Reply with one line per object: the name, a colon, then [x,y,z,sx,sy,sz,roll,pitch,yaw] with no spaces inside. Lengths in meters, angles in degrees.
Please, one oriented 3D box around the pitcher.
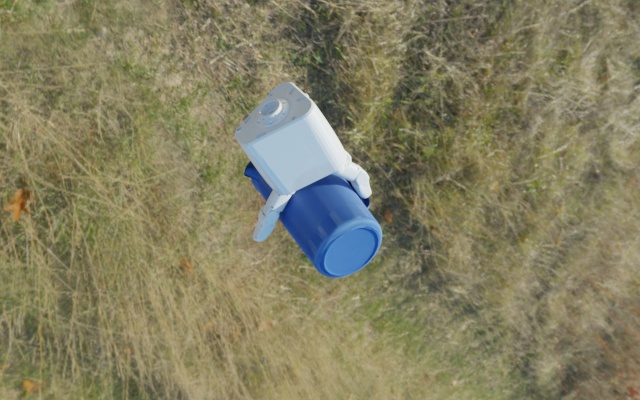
pitcher: [0.000,0.002,0.749,0.242,0.149,0.145,52,-2,44]
